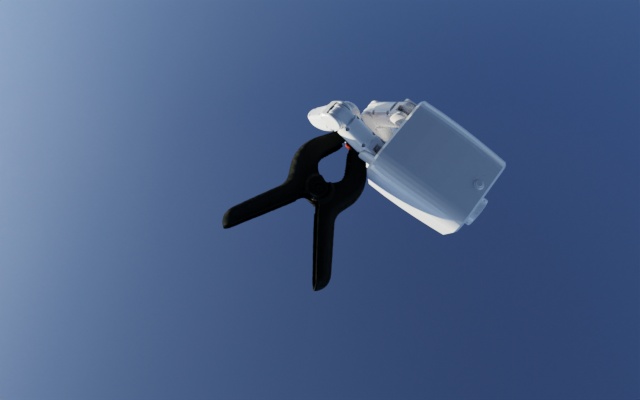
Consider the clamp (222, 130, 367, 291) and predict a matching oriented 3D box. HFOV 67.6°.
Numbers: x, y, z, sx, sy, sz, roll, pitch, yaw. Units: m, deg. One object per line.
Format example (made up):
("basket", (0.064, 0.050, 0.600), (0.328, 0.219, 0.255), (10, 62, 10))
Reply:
("clamp", (0.000, 0.001, 0.483), (0.120, 0.171, 0.039), (45, -13, -7))
